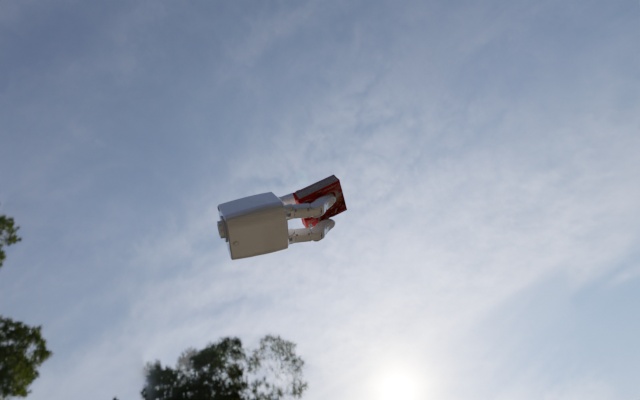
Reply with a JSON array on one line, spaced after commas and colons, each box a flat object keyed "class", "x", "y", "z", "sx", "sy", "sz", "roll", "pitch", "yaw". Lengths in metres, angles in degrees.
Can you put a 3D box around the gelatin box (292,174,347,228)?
[{"class": "gelatin box", "x": 0.000, "y": 0.003, "z": 0.892, "sx": 0.089, "sy": 0.073, "sz": 0.030, "roll": -26, "pitch": 38, "yaw": -12}]
